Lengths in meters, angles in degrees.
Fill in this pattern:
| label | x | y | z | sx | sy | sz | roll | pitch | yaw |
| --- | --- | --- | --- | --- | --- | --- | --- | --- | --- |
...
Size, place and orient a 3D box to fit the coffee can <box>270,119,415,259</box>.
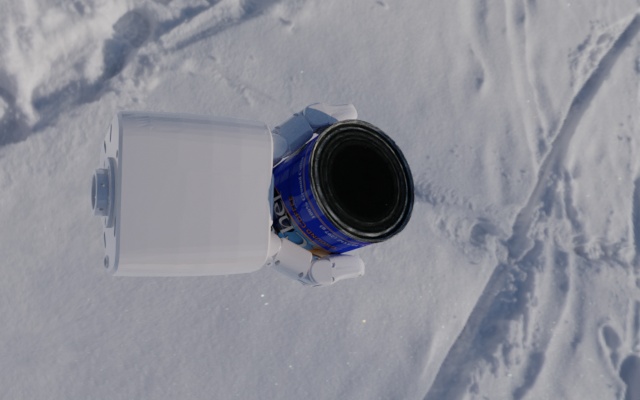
| label | x | y | z | sx | sy | sz | roll | pitch | yaw |
| --- | --- | --- | --- | --- | --- | --- | --- | --- | --- |
| coffee can | 0.000 | 0.002 | 0.433 | 0.103 | 0.102 | 0.140 | 0 | -15 | -32 |
